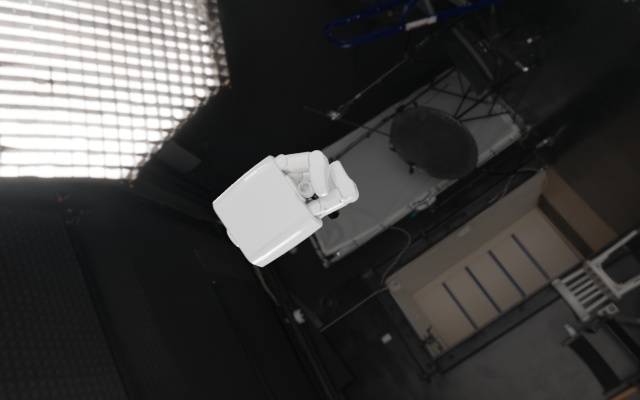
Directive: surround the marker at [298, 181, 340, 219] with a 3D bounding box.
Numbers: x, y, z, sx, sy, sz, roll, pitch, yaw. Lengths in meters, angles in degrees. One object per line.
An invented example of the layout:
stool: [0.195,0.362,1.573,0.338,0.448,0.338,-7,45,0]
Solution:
marker: [0.000,0.002,0.665,0.020,0.020,0.121,0,-18,22]
